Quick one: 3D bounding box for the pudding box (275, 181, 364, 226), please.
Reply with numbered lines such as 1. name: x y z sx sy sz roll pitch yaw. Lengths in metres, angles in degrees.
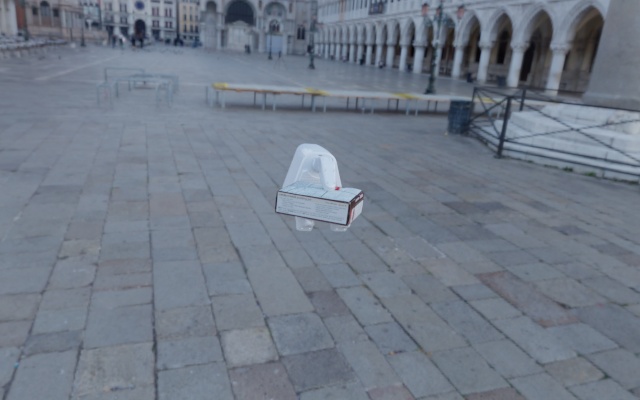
1. pudding box: 0.000 0.002 0.709 0.113 0.039 0.090 8 15 16
